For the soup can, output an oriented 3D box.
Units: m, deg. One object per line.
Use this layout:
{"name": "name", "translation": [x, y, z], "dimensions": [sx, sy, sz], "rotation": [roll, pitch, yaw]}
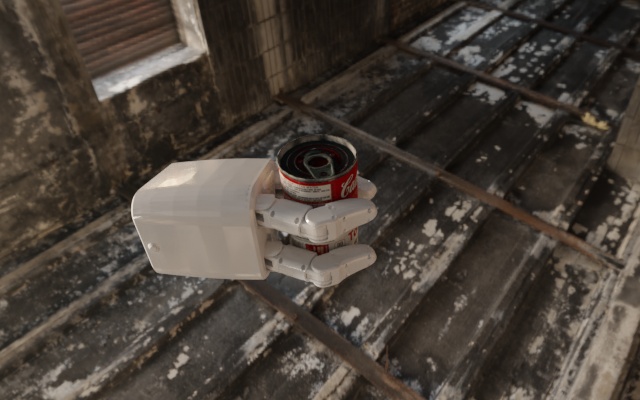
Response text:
{"name": "soup can", "translation": [0.001, 0.002, 0.432], "dimensions": [0.068, 0.102, 0.068], "rotation": [-3, 39, 2]}
